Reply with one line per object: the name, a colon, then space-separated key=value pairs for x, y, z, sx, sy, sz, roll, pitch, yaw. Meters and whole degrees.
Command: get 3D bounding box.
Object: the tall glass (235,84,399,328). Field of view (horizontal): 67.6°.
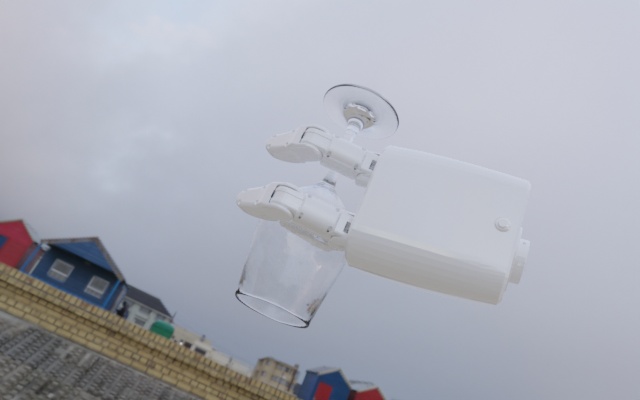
tall glass: x=0.000 y=0.001 z=0.402 sx=0.079 sy=0.201 sz=0.079 roll=20 pitch=-24 yaw=10
